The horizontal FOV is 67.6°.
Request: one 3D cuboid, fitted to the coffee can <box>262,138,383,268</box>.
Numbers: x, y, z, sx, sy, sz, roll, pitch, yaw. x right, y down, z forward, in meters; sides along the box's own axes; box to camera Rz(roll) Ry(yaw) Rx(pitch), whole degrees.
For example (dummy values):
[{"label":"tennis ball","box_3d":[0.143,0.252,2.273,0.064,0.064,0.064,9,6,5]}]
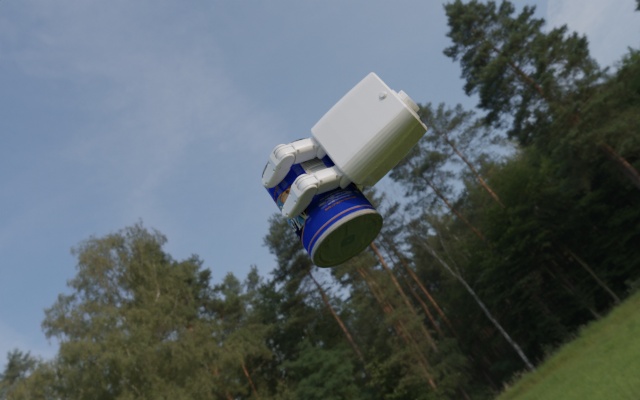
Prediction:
[{"label":"coffee can","box_3d":[0.000,0.002,0.623,0.103,0.140,0.103,-26,-32,-17]}]
